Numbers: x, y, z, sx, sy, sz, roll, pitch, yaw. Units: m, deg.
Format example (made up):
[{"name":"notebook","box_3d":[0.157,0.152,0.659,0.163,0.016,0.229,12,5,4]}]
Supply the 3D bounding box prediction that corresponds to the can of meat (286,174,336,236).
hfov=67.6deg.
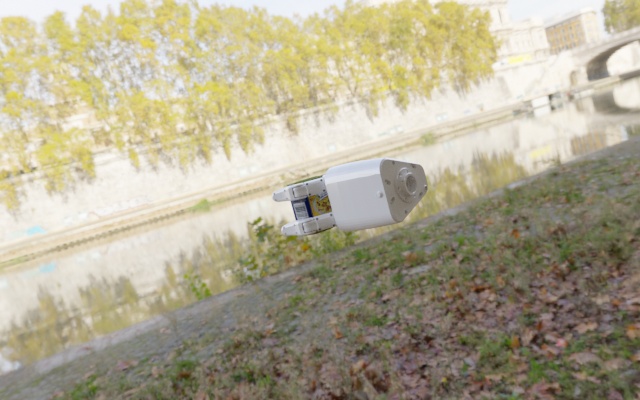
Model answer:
[{"name":"can of meat","box_3d":[0.000,0.002,0.772,0.102,0.084,0.057,-20,7,-39]}]
